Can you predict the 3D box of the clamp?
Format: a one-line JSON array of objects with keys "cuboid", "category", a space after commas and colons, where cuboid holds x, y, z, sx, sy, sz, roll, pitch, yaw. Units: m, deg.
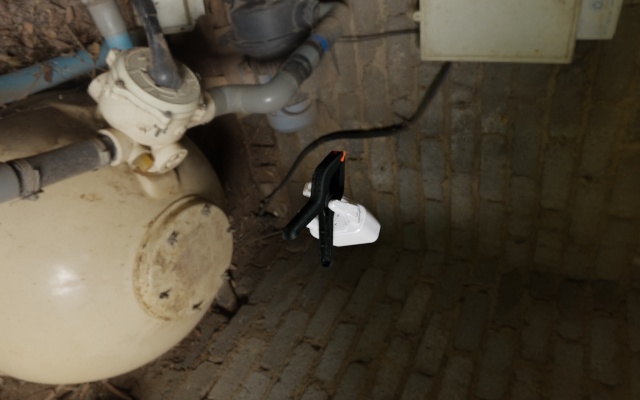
[{"cuboid": [0.001, 0.002, 0.838, 0.036, 0.210, 0.165, 7, -14, 28], "category": "clamp"}]
